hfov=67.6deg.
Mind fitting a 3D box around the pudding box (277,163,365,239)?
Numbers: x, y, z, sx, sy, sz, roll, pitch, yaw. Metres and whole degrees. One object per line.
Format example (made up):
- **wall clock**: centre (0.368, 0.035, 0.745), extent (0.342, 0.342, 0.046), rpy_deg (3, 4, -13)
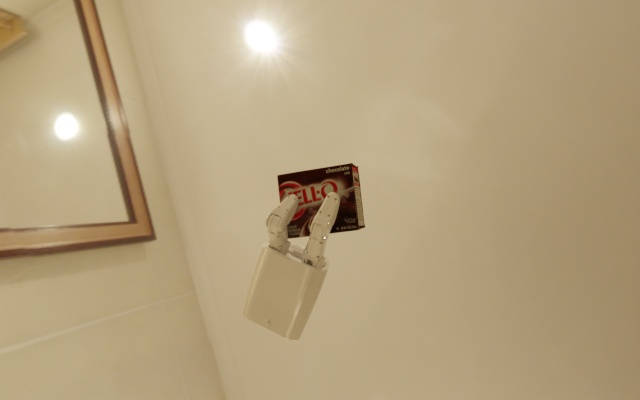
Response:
- **pudding box**: centre (0.000, 0.002, 0.655), extent (0.113, 0.090, 0.039), rpy_deg (-8, -4, 18)
